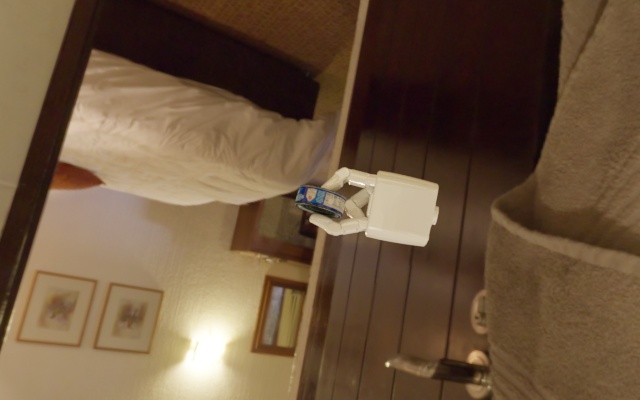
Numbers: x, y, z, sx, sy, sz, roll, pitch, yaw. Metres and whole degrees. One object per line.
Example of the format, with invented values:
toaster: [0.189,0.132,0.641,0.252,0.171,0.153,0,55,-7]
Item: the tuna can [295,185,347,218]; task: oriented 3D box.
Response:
tuna can: [0.000,0.003,0.821,0.086,0.033,0.086,15,-11,3]
